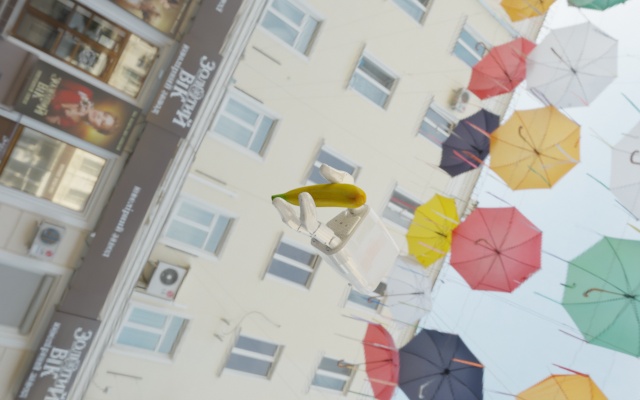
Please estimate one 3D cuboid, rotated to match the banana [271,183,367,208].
[{"bbox_3d":[0.010,-0.004,0.744,0.198,0.037,0.069,-2,18,46],"label":"banana"}]
